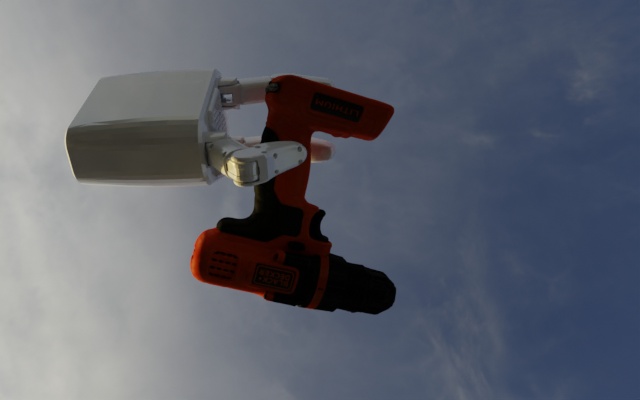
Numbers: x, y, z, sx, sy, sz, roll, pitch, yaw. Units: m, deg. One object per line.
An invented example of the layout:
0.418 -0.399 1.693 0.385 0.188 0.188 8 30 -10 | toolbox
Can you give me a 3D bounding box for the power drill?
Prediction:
0.000 0.001 0.408 0.184 0.187 0.057 15 5 -17 | power drill
